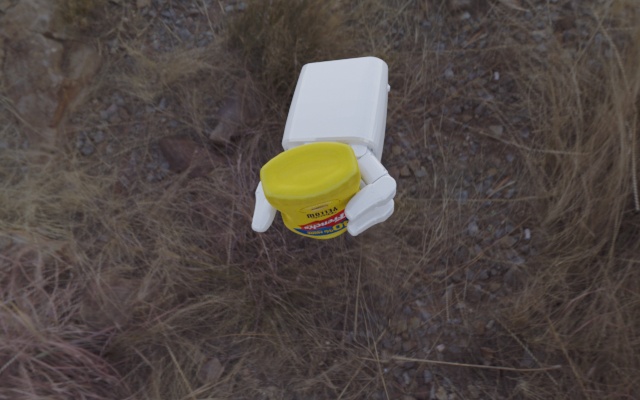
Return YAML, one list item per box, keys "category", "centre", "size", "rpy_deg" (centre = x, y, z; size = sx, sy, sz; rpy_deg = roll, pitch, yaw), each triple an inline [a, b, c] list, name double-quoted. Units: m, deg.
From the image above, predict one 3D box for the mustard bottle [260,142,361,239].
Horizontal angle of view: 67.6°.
- category: "mustard bottle"
  centre: [0.000, 0.002, 0.541]
  size: [0.096, 0.058, 0.192]
  rpy_deg: [-16, -21, 2]
